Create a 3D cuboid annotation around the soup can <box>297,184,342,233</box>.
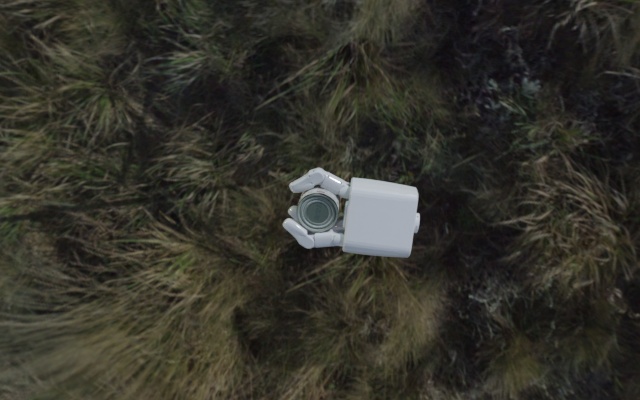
[{"bbox_3d":[0.000,0.002,0.782,0.068,0.068,0.102,0,21,6],"label":"soup can"}]
